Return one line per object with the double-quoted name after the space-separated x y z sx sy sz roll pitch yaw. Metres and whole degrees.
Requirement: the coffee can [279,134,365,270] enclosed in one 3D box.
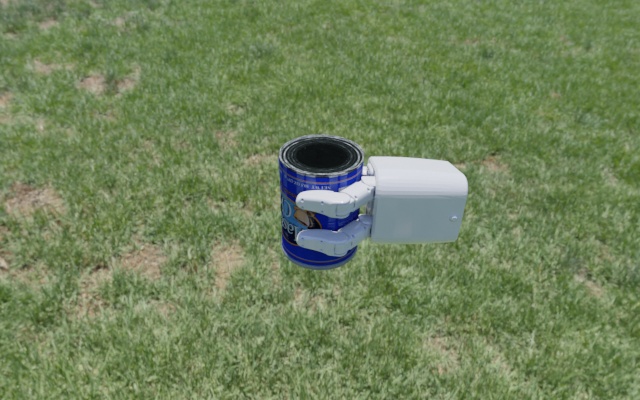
0.000 0.002 0.604 0.103 0.140 0.102 1 34 -1 "coffee can"
